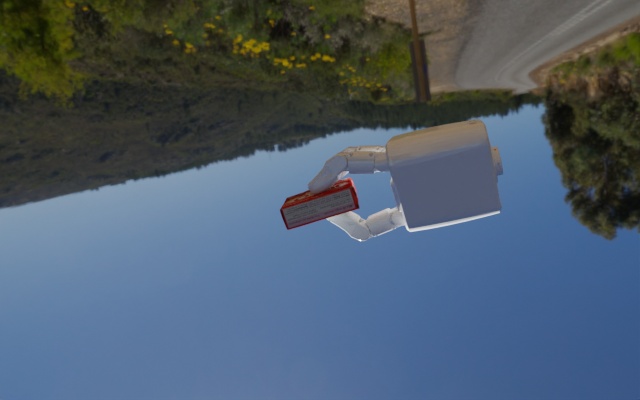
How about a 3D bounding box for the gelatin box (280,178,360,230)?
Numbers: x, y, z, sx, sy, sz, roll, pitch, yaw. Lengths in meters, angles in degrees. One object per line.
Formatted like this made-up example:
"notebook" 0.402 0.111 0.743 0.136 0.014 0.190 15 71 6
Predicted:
"gelatin box" 0.000 0.002 0.572 0.089 0.030 0.073 -18 10 5
